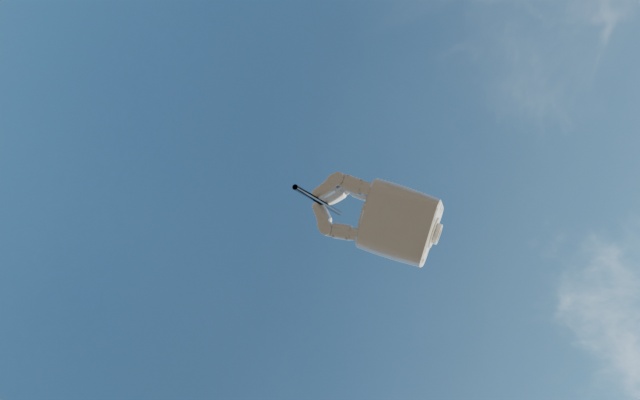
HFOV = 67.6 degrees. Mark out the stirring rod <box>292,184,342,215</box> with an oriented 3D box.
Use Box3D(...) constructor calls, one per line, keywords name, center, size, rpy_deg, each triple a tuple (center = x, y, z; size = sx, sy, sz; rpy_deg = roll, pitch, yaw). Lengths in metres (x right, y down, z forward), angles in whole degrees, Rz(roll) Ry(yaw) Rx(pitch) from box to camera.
Box3D(name="stirring rod", center=(0.000, 0.003, 0.768), size=(0.011, 0.011, 0.239), rpy_deg=(0, -10, 17))
